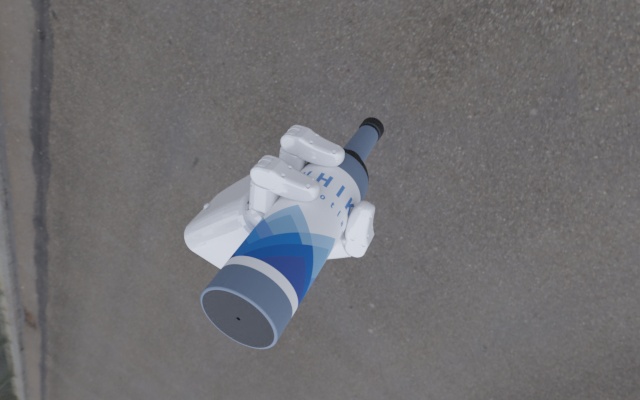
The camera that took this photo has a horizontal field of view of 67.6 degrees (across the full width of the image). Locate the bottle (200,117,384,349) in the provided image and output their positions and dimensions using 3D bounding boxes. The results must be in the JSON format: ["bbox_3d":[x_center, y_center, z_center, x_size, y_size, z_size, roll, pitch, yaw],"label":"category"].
[{"bbox_3d":[0.000,0.002,0.454,0.069,0.069,0.295,0,36,31],"label":"bottle"}]
